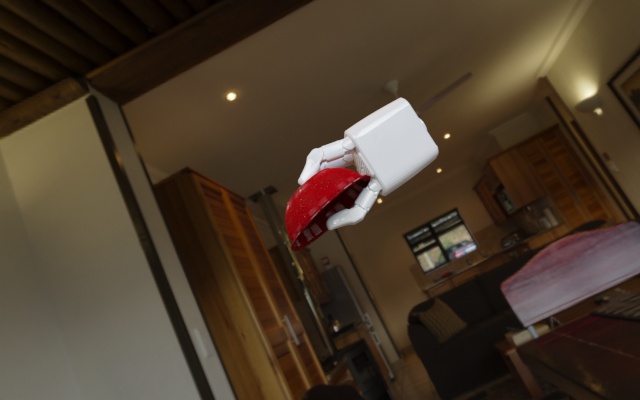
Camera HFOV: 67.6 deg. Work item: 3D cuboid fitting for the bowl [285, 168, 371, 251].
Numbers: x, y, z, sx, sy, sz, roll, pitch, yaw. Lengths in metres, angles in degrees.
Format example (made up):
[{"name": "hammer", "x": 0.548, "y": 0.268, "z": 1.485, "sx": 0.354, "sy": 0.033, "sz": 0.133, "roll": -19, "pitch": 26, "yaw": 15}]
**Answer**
[{"name": "bowl", "x": -0.001, "y": 0.003, "z": 0.720, "sx": 0.162, "sy": 0.055, "sz": 0.162, "roll": -42, "pitch": -13, "yaw": -11}]
